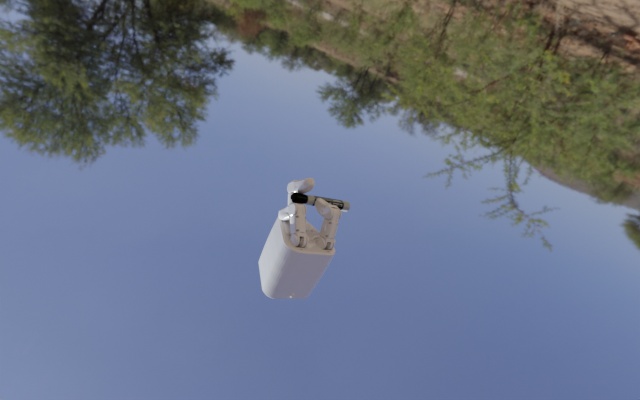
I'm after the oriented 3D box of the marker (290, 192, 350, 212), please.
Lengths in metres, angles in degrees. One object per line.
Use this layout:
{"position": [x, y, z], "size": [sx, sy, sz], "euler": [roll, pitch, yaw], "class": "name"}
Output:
{"position": [0.000, 0.003, 0.832], "size": [0.121, 0.020, 0.020], "euler": [10, -6, -36], "class": "marker"}
